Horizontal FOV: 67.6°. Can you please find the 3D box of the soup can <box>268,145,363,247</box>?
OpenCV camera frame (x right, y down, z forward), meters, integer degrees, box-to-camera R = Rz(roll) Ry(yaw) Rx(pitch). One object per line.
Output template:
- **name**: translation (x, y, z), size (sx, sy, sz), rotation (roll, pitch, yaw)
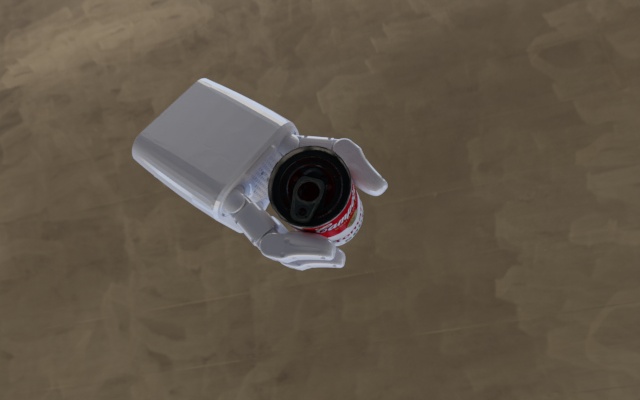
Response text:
- **soup can**: translation (0.001, 0.002, 0.422), size (0.068, 0.068, 0.102), rotation (0, -15, 11)
